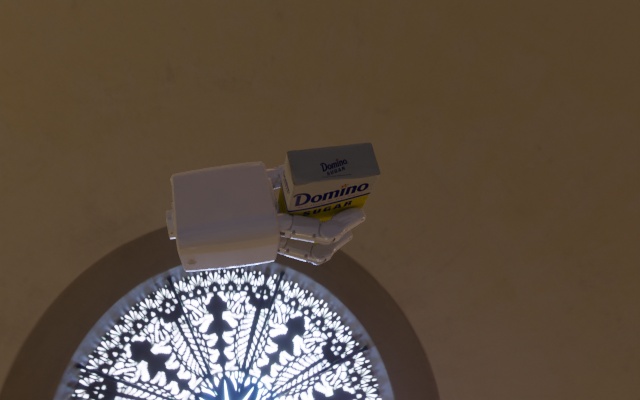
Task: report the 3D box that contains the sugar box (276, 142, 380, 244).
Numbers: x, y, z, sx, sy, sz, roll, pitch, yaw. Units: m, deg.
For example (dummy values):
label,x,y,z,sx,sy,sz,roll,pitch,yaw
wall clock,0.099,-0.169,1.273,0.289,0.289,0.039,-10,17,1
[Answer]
label,x,y,z,sx,sy,sz,roll,pitch,yaw
sugar box,0.000,0.002,0.551,0.093,0.048,0.176,-8,-23,-13
